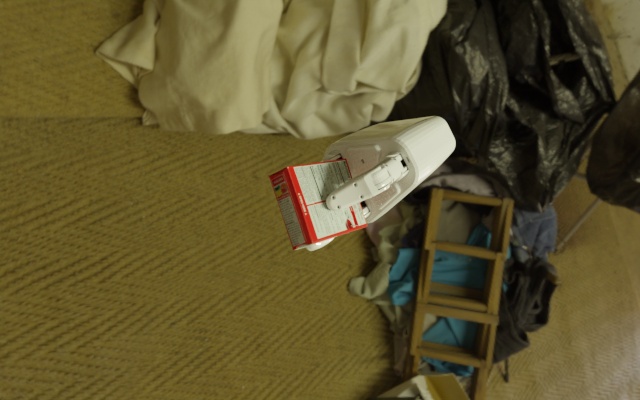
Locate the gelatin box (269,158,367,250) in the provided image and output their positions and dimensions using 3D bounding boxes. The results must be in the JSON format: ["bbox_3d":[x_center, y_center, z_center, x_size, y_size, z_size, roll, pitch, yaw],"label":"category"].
[{"bbox_3d":[0.000,0.001,0.458,0.030,0.073,0.089,-22,-6,41],"label":"gelatin box"}]
